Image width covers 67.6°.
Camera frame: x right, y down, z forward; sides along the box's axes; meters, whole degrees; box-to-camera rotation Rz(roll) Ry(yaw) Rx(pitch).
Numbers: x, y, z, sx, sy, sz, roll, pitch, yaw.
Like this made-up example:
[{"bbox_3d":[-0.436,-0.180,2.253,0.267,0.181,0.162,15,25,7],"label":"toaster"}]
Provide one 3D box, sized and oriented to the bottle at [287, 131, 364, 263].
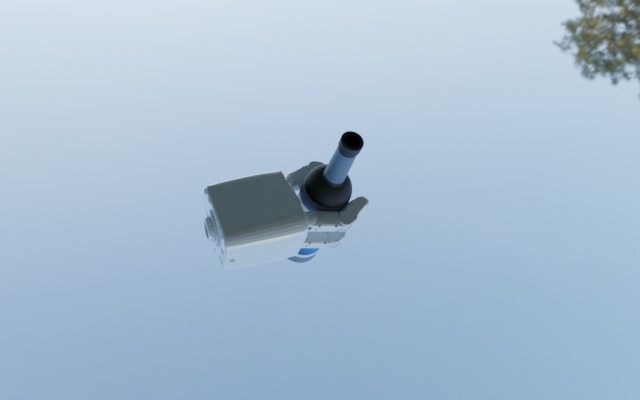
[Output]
[{"bbox_3d":[0.000,0.002,0.664,0.069,0.069,0.296,0,-28,-16],"label":"bottle"}]
